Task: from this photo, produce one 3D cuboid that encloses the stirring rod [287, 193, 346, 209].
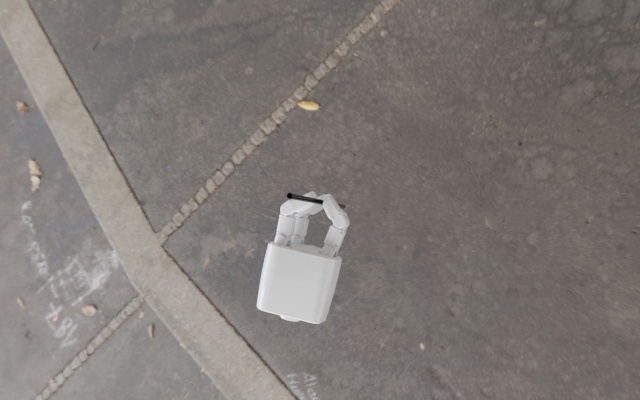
[{"bbox_3d":[0.000,0.003,0.748,0.011,0.011,0.239,0,-4,20],"label":"stirring rod"}]
